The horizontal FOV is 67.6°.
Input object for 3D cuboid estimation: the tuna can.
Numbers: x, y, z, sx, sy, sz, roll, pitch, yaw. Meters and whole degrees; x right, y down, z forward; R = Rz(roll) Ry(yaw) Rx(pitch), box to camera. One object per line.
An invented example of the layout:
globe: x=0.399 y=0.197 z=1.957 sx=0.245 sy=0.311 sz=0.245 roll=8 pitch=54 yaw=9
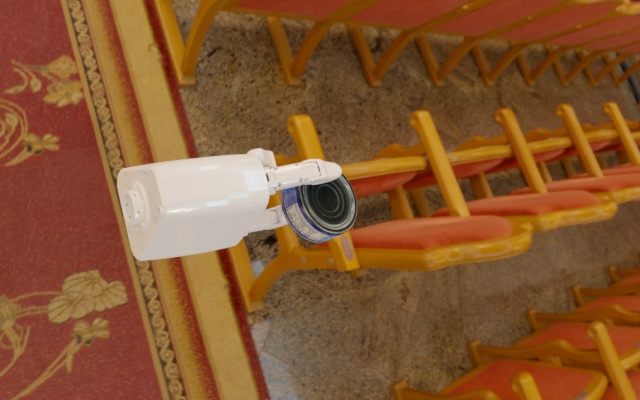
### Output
tuna can: x=0.000 y=0.002 z=0.532 sx=0.086 sy=0.086 sz=0.034 roll=0 pitch=-19 yaw=-41
